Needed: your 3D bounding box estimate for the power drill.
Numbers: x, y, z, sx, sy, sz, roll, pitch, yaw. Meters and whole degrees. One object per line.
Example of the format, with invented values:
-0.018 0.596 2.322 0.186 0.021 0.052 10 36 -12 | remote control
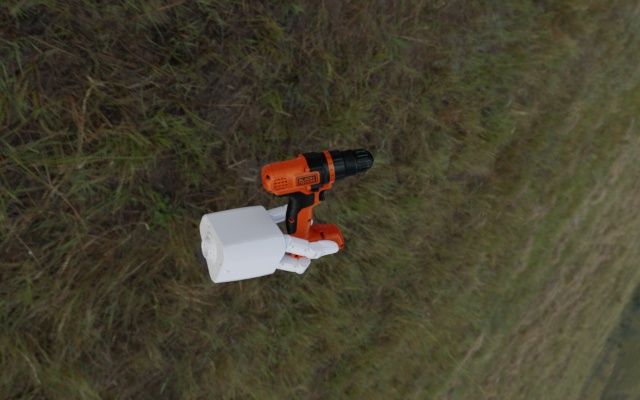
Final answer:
0.000 0.003 0.806 0.184 0.188 0.057 -11 36 -10 | power drill
